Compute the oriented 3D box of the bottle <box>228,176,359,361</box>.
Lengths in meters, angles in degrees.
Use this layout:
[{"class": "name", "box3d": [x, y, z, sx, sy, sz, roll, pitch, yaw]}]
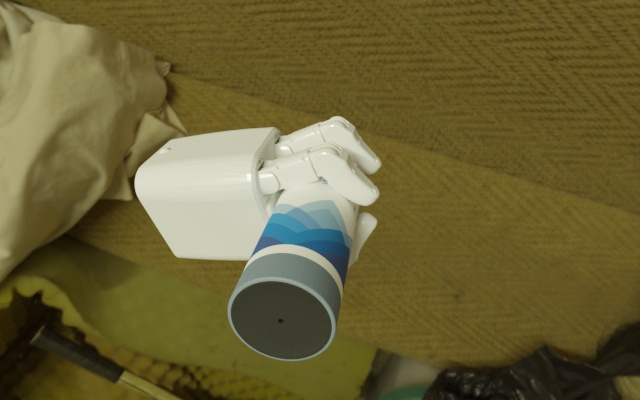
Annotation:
[{"class": "bottle", "box3d": [0.000, 0.001, 0.410, 0.069, 0.069, 0.295, 0, 29, 11]}]
